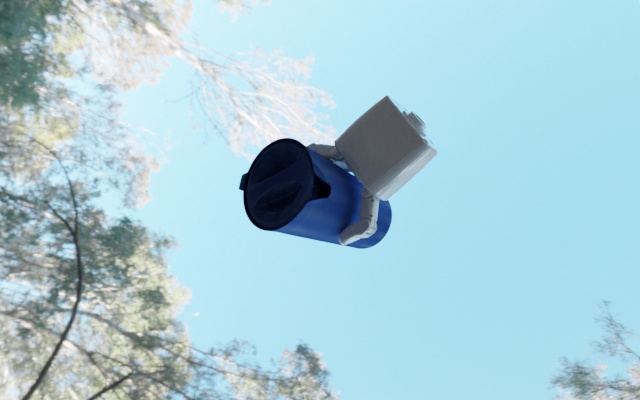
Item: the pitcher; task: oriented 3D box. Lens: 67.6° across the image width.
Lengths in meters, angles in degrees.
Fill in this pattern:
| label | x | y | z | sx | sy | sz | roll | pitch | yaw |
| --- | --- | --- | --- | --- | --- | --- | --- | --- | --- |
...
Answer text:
| label | x | y | z | sx | sy | sz | roll | pitch | yaw |
| --- | --- | --- | --- | --- | --- | --- | --- | --- | --- |
| pitcher | 0.000 | 0.002 | 0.751 | 0.145 | 0.149 | 0.243 | -43 | -36 | 20 |
